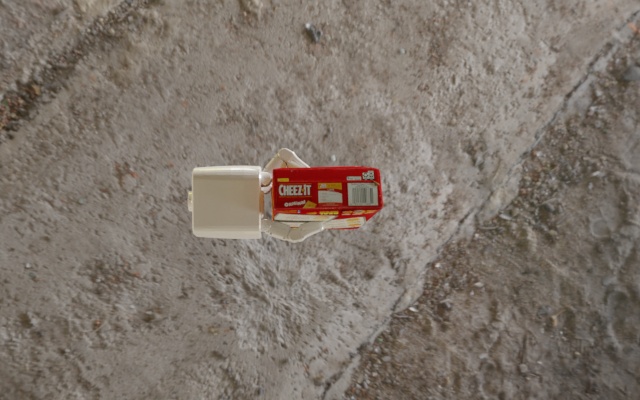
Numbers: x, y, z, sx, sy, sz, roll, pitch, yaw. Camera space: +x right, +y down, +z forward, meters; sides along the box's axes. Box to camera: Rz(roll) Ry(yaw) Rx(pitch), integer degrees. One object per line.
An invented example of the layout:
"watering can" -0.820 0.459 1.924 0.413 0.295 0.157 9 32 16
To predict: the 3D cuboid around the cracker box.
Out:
"cracker box" 0.000 0.003 0.801 0.164 0.072 0.214 -1 -11 -6
